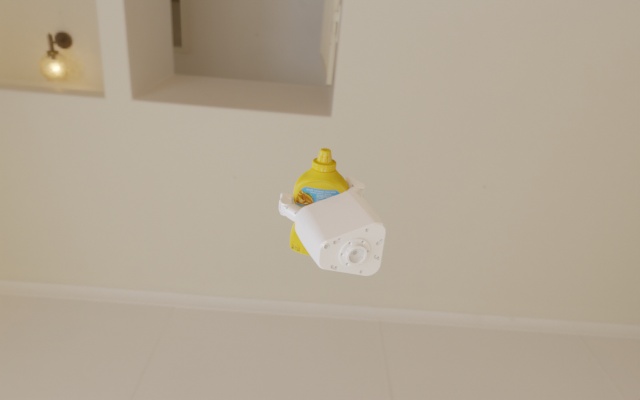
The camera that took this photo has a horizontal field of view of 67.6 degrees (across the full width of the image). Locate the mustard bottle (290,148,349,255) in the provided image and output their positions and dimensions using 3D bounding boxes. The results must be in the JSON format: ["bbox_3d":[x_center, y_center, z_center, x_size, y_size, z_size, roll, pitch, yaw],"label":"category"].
[{"bbox_3d":[0.000,0.003,0.827,0.096,0.192,0.058,7,25,4],"label":"mustard bottle"}]
